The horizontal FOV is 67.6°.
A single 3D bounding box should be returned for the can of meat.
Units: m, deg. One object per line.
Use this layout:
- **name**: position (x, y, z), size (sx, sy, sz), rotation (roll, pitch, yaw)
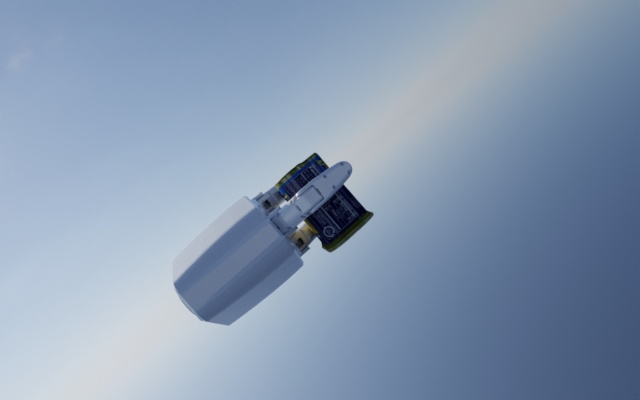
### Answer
- **can of meat**: position (0.000, 0.001, 0.488), size (0.057, 0.084, 0.102), rotation (-41, 1, -5)
